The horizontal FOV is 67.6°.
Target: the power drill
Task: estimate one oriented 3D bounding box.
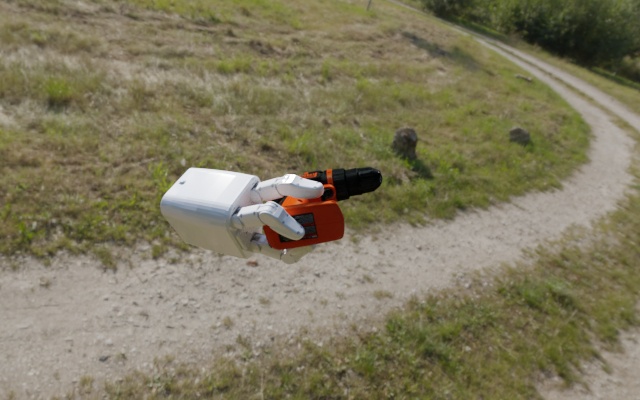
[{"bbox_3d":[0.000,0.002,0.685,0.184,0.057,0.187,-11,16,8],"label":"power drill"}]
